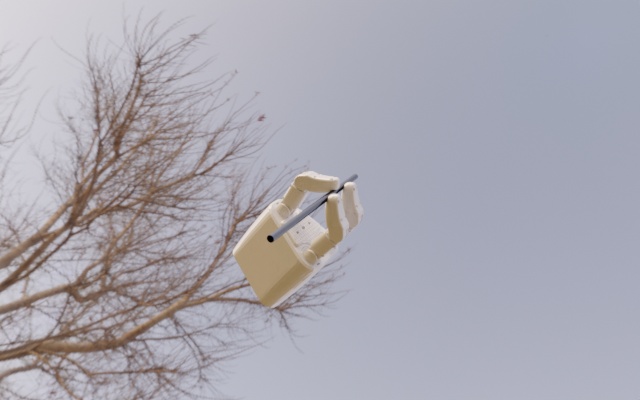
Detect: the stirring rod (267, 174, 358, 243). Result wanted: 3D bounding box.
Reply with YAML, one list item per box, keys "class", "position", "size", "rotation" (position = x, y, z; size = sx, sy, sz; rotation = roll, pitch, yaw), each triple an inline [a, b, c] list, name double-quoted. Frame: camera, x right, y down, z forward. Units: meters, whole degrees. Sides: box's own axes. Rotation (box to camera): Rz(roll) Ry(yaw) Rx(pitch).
- class: "stirring rod"
  position: [0.000, 0.002, 0.571]
  size: [0.011, 0.011, 0.239]
  rotation: [0, 17, 25]
